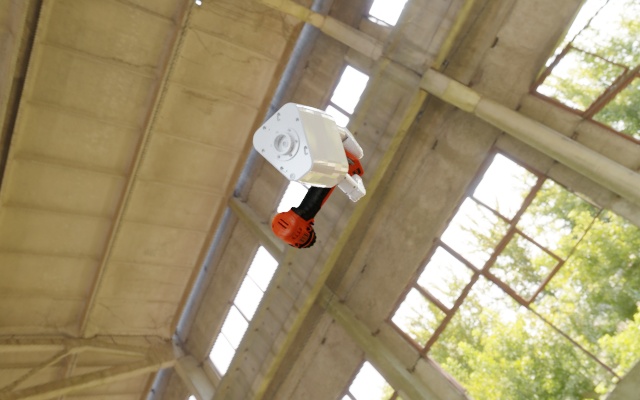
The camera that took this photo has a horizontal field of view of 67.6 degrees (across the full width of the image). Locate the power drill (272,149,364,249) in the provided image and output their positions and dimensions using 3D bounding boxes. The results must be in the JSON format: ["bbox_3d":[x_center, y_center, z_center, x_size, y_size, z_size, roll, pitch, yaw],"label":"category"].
[{"bbox_3d":[0.000,0.002,0.841,0.057,0.187,0.184,35,-3,14],"label":"power drill"}]
